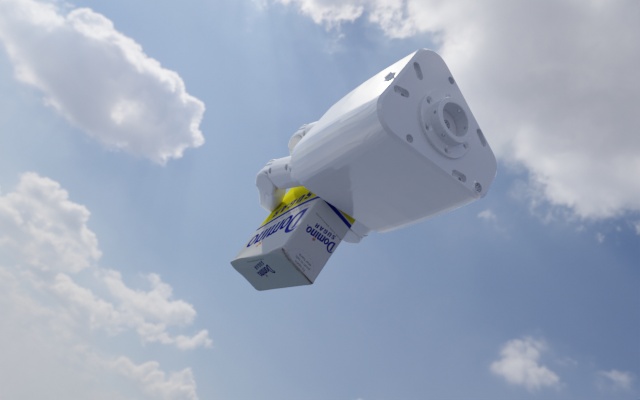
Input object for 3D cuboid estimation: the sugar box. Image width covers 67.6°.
[{"bbox_3d":[0.000,0.001,0.441,0.093,0.048,0.176,-20,25,52],"label":"sugar box"}]
